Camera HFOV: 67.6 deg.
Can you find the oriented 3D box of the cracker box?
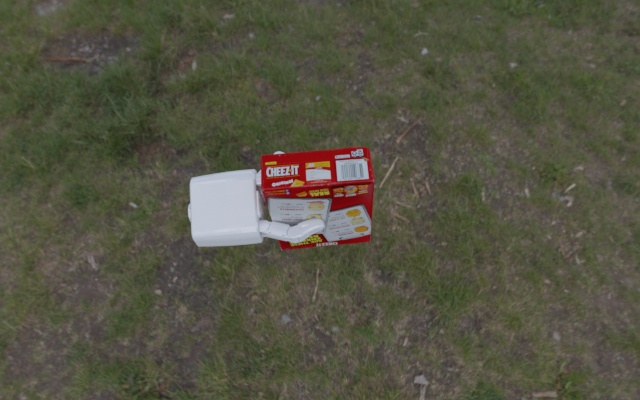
[{"bbox_3d":[0.000,0.003,0.779,0.164,0.072,0.214,-5,-29,1],"label":"cracker box"}]
